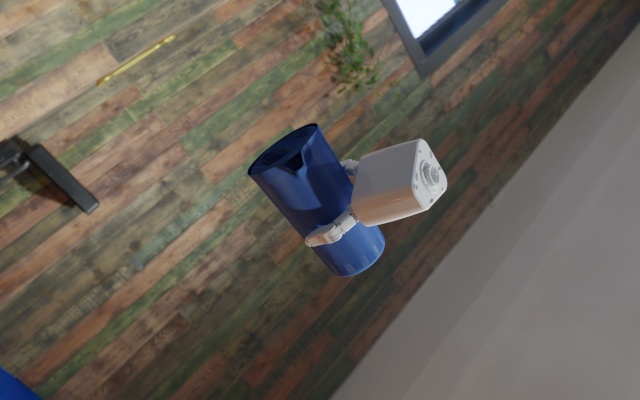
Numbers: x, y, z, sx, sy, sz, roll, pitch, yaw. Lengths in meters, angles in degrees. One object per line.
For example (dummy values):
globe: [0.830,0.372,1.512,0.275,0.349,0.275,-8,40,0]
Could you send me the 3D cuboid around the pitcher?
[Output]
pitcher: [0.000,0.003,0.791,0.145,0.243,0.149,-18,27,38]
